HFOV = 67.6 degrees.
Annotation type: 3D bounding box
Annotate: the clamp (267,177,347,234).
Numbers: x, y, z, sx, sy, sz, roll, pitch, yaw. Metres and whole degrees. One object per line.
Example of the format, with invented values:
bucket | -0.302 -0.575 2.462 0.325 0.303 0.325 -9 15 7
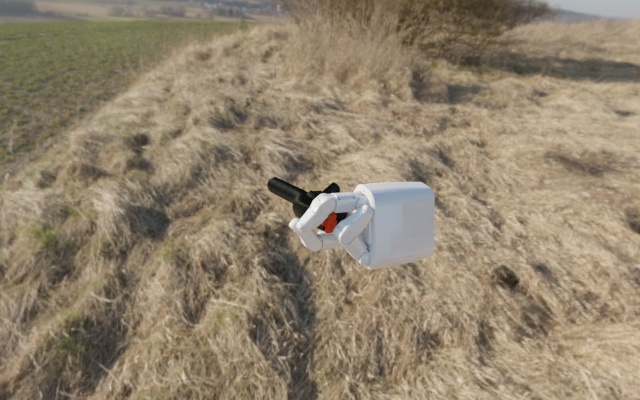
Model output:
clamp | 0.000 0.002 0.719 0.120 0.039 0.171 -5 26 -24
